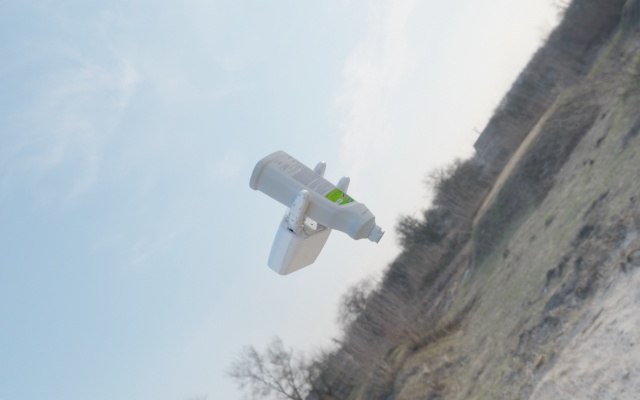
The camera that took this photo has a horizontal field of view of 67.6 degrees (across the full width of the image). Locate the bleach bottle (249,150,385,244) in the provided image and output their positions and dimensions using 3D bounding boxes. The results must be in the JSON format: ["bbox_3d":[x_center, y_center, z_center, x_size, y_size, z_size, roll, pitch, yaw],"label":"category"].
[{"bbox_3d":[0.000,0.003,0.863,0.251,0.068,0.102,33,34,13],"label":"bleach bottle"}]
